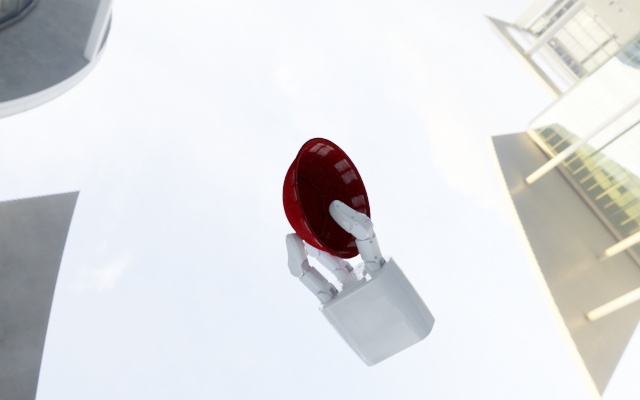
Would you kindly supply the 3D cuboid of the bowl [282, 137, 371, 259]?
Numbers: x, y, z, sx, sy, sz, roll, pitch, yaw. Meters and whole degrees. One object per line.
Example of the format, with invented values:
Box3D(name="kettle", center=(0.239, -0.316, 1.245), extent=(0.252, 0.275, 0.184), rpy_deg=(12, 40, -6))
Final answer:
Box3D(name="bowl", center=(-0.001, 0.001, 0.624), extent=(0.055, 0.162, 0.162), rpy_deg=(-18, -11, 35))
